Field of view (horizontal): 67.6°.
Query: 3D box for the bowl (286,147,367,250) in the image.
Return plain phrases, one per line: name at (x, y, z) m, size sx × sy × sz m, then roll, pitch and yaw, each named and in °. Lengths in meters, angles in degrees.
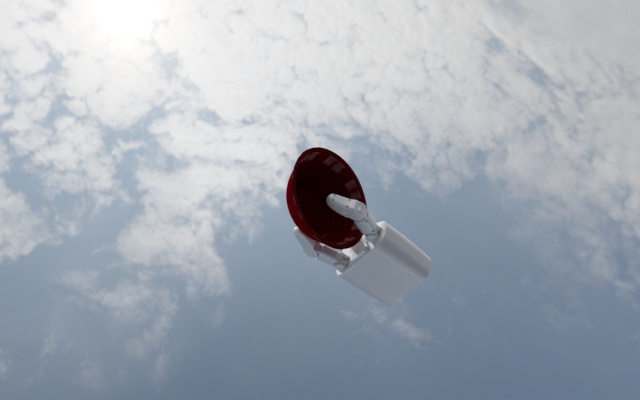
bowl at (-0.001, 0.001, 0.734) m, size 0.055 × 0.162 × 0.162 m, roll -23°, pitch -15°, yaw 40°
